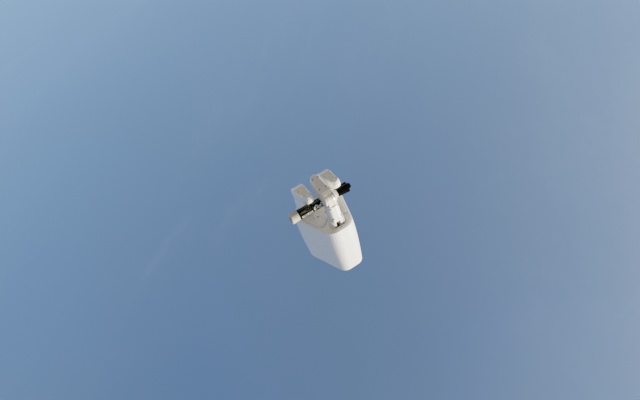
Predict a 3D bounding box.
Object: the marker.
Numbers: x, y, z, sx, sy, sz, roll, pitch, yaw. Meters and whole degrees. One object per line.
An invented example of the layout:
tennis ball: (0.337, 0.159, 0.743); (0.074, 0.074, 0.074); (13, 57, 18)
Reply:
marker: (0.000, 0.003, 0.815); (0.121, 0.020, 0.020); (-30, 8, -14)
